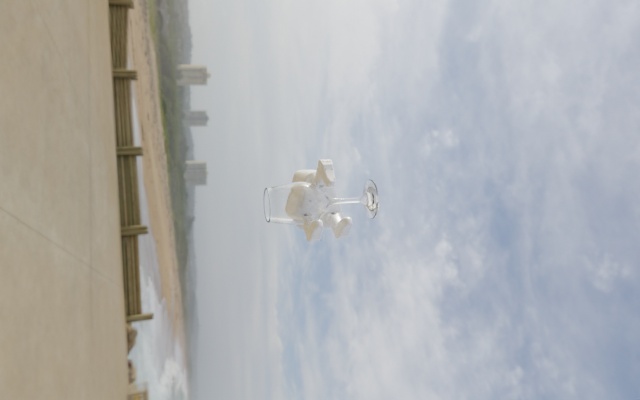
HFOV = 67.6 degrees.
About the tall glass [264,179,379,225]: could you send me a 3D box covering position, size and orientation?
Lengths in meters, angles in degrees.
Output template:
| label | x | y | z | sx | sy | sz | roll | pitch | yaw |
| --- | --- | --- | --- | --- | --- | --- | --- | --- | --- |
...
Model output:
| label | x | y | z | sx | sy | sz | roll | pitch | yaw |
| --- | --- | --- | --- | --- | --- | --- | --- | --- | --- |
| tall glass | 0.001 | 0.003 | 0.871 | 0.201 | 0.079 | 0.079 | -3 | 1 | -17 |
